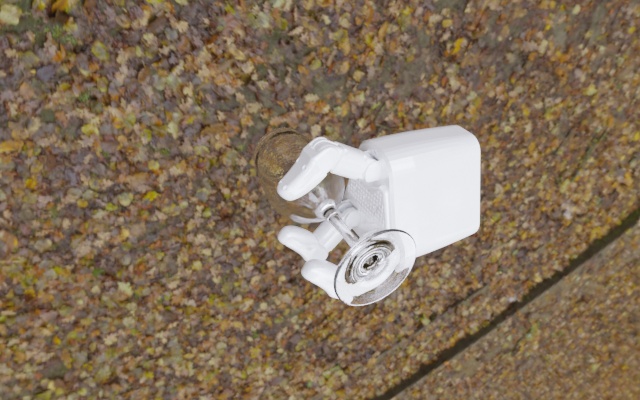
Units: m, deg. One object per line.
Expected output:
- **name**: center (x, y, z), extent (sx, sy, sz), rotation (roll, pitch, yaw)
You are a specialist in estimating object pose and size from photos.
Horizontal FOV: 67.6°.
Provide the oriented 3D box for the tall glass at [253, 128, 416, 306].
- **tall glass**: center (0.000, 0.002, 0.441), extent (0.079, 0.079, 0.201), rotation (0, 31, -31)
